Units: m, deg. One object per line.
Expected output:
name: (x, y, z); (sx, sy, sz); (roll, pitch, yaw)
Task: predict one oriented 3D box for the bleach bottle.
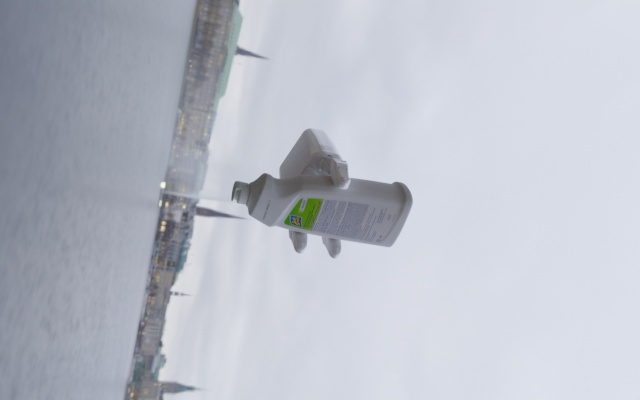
bleach bottle: (0.000, 0.002, 0.691); (0.251, 0.103, 0.068); (11, 28, -18)
